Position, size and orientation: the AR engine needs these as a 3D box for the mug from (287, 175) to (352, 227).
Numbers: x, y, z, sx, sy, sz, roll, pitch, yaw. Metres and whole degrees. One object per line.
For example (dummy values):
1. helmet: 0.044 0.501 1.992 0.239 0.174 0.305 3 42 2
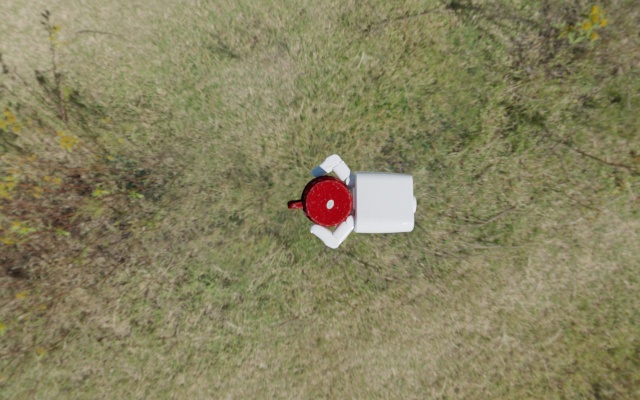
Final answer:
1. mug: -0.001 0.003 0.837 0.117 0.093 0.081 -2 3 -3
